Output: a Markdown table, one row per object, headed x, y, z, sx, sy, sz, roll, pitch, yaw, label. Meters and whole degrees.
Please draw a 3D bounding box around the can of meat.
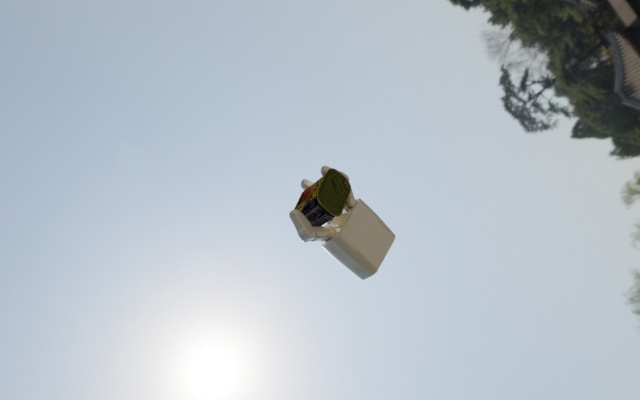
| x | y | z | sx | sy | sz | roll | pitch | yaw | label |
| --- | --- | --- | --- | --- | --- | --- | --- | --- | --- |
| 0.000 | 0.003 | 0.862 | 0.084 | 0.057 | 0.102 | -36 | 20 | 39 | can of meat |
